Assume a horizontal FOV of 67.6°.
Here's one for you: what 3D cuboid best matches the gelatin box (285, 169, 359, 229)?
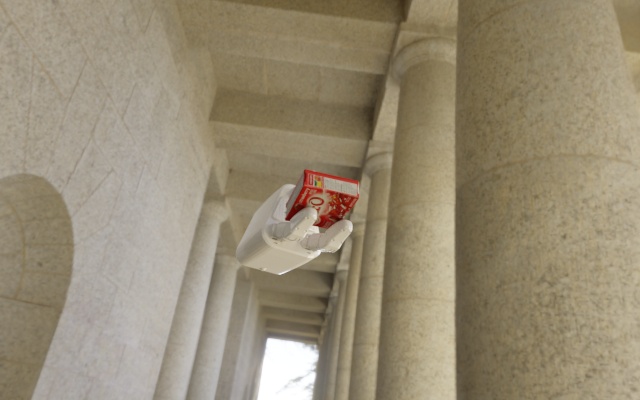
[{"bbox_3d":[0.000,0.001,0.619,0.073,0.030,0.089,12,-35,-15],"label":"gelatin box"}]
